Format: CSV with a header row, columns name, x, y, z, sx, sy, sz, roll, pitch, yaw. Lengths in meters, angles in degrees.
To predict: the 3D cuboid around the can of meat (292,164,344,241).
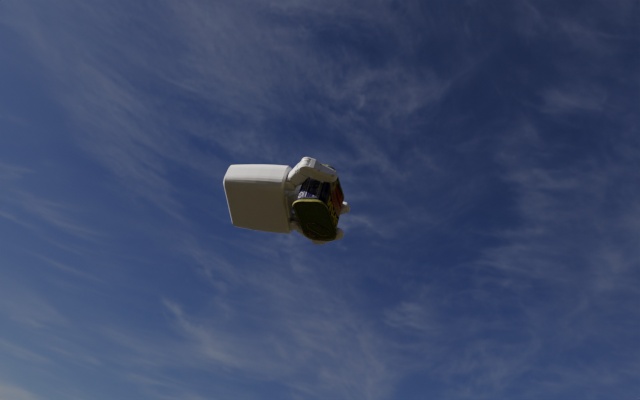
name,x,y,z,sx,sy,sz,roll,pitch,yaw
can of meat,0.000,0.002,0.778,0.057,0.084,0.102,1,-40,18
